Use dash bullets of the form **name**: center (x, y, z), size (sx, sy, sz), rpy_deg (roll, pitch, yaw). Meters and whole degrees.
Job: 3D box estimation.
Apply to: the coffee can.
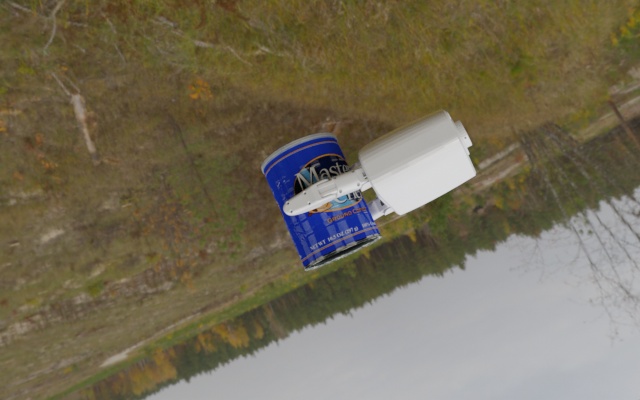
- **coffee can**: center (0.000, 0.002, 0.589), size (0.103, 0.140, 0.103), rpy_deg (-23, -11, -5)
